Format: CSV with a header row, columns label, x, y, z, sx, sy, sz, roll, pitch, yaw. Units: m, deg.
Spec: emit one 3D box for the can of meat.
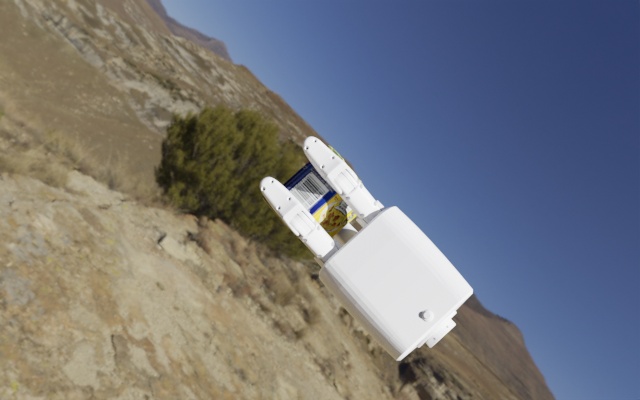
label,x,y,z,sx,sy,sz,roll,pitch,yaw
can of meat,0.000,0.001,0.494,0.084,0.057,0.102,-42,-24,-3
